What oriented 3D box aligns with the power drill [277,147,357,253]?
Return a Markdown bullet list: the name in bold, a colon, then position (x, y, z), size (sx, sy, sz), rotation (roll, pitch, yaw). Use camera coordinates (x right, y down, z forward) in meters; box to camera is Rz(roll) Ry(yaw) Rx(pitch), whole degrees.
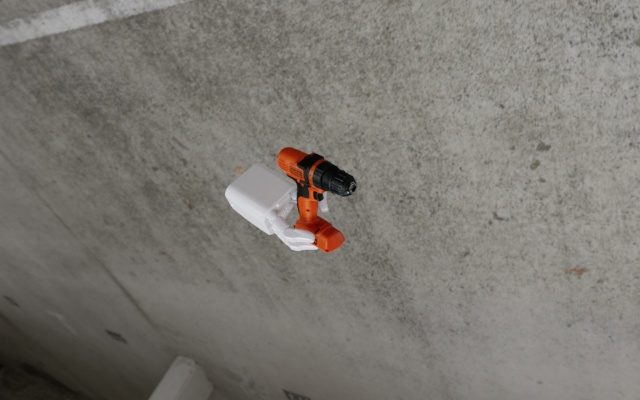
- **power drill**: position (0.000, 0.003, 0.886), size (0.057, 0.188, 0.184), rotation (-30, 41, -31)
